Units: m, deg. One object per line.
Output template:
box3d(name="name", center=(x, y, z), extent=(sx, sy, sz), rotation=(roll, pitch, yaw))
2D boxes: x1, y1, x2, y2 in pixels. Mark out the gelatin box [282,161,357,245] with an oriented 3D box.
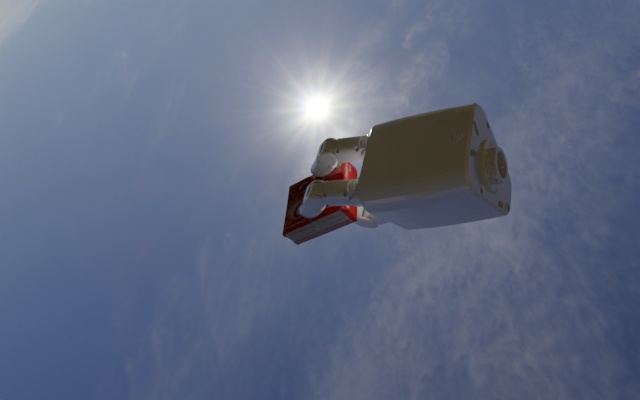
box3d(name="gelatin box", center=(0.000, 0.002, 0.547), extent=(0.089, 0.073, 0.030), rotation=(-25, -47, 33))
